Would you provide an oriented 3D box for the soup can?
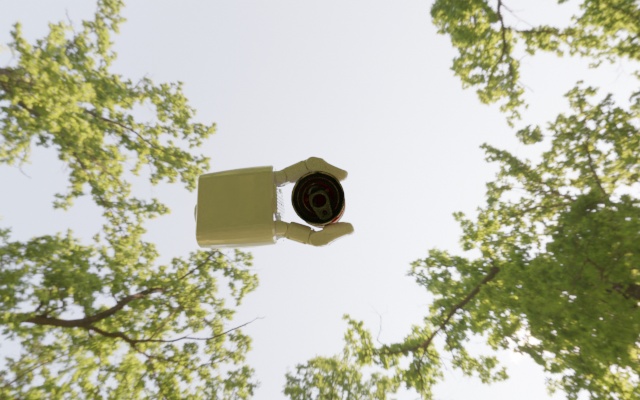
[{"bbox_3d":[0.001,0.002,0.644,0.068,0.068,0.102,0,-6,4],"label":"soup can"}]
